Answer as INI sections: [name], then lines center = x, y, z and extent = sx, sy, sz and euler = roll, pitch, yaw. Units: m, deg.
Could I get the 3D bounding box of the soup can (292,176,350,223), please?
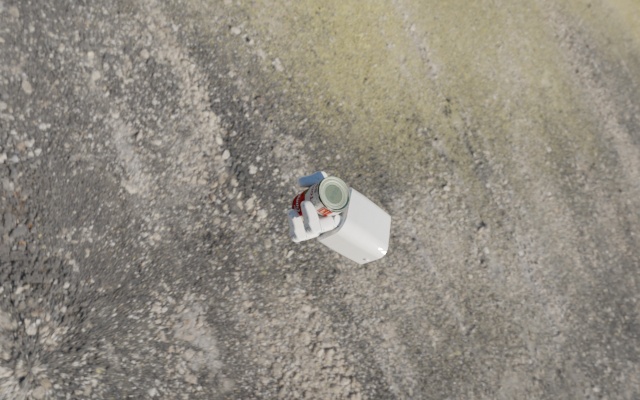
[soup can]
center = 0.000, 0.002, 0.871
extent = 0.068, 0.068, 0.102
euler = 0, -17, -31
